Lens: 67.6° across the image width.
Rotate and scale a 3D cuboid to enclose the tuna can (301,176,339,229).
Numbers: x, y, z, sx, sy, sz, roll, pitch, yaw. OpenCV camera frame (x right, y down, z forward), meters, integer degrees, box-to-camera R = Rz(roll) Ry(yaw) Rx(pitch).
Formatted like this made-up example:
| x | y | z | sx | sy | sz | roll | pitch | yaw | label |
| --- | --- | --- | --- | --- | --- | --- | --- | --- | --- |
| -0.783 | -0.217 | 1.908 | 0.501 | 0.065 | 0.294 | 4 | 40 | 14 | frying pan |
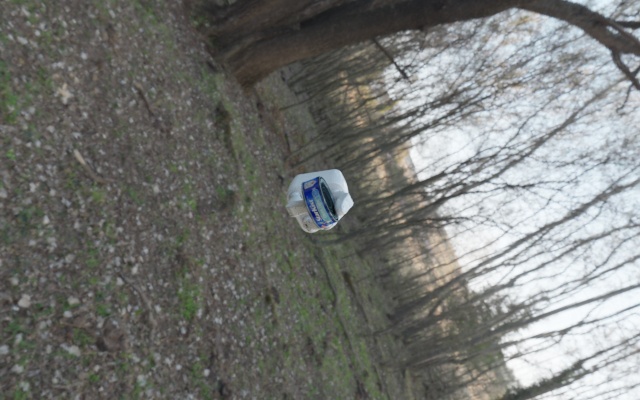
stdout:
| x | y | z | sx | sy | sz | roll | pitch | yaw | label |
| --- | --- | --- | --- | --- | --- | --- | --- | --- | --- |
| 0.001 | 0.002 | 0.813 | 0.034 | 0.086 | 0.086 | -21 | -5 | 12 | tuna can |
